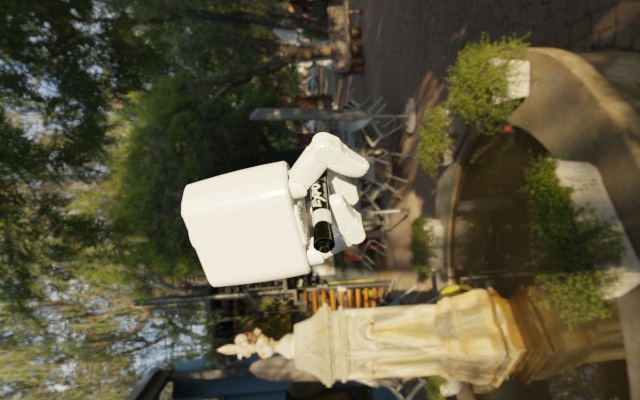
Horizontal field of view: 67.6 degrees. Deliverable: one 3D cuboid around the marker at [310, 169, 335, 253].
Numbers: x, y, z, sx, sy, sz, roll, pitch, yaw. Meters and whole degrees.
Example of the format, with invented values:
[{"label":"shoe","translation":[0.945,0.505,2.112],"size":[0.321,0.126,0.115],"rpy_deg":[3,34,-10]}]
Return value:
[{"label":"marker","translation":[0.000,0.001,0.441],"size":[0.020,0.020,0.121],"rpy_deg":[0,42,-4]}]
